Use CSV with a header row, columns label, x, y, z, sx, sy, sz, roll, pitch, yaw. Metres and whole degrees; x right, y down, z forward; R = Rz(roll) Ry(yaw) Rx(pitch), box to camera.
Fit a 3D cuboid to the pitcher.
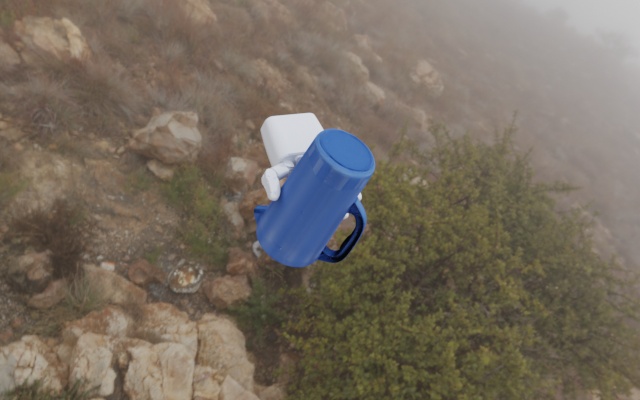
label,x,y,z,sx,sy,sz,roll,pitch,yaw
pitcher,0.000,0.003,0.824,0.149,0.145,0.243,0,-39,-34
